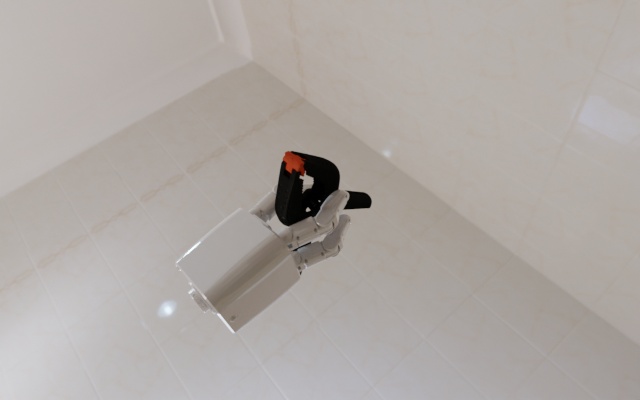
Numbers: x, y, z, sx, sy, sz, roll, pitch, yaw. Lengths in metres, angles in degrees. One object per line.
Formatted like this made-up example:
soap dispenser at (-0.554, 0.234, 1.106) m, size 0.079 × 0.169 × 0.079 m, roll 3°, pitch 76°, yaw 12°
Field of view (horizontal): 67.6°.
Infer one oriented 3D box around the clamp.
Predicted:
clamp at (-0.001, 0.001, 0.603) m, size 0.036 × 0.164 × 0.210 m, roll 37°, pitch -22°, yaw 29°
